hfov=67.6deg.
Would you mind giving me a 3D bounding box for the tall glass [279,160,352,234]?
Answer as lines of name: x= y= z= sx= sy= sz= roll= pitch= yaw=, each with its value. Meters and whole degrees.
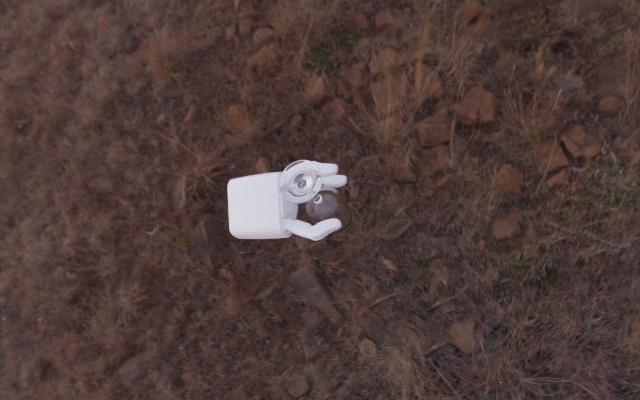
tall glass: x=0.000 y=0.003 z=0.843 sx=0.079 sy=0.079 sz=0.201 roll=0 pitch=-20 yaw=21
